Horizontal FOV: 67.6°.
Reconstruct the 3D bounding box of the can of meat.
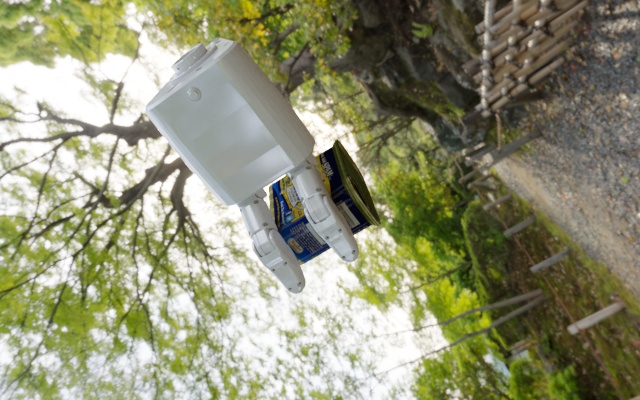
[{"bbox_3d":[0.000,0.002,0.450,0.084,0.057,0.102,-31,33,12],"label":"can of meat"}]
